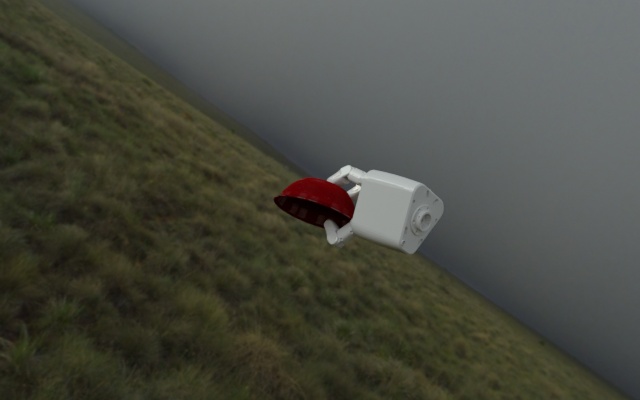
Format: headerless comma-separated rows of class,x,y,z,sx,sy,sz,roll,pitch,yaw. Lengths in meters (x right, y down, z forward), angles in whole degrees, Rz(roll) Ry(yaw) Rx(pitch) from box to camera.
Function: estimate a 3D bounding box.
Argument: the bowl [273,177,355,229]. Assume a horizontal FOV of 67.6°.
bowl,-0.001,0.002,0.861,0.162,0.055,0.162,18,-16,5
